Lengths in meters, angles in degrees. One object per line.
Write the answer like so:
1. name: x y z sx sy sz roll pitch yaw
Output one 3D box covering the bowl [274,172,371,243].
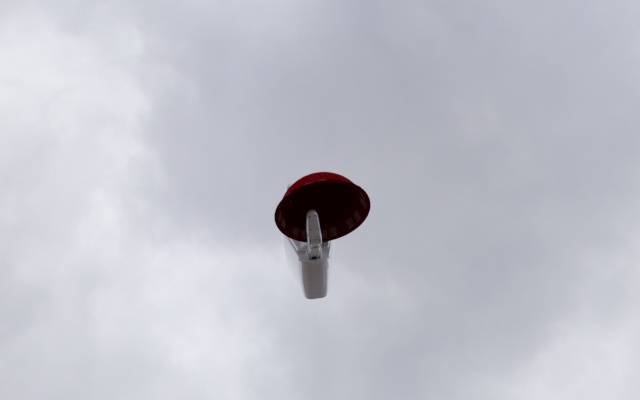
1. bowl: 0.000 0.001 0.805 0.162 0.055 0.162 -7 -40 -6
